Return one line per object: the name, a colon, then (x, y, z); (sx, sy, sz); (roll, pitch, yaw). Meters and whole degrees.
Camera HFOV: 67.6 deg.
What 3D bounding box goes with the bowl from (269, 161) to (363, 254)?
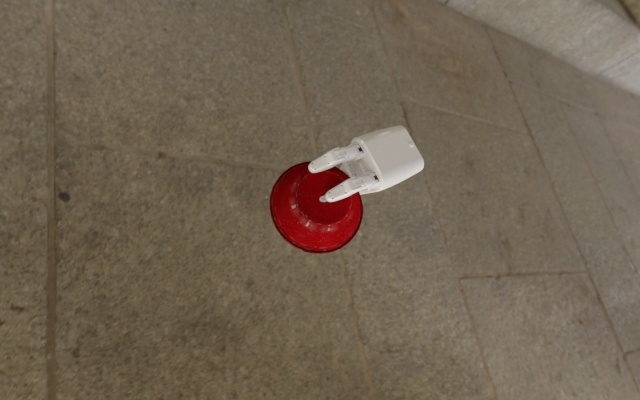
bowl: (-0.001, 0.003, 0.776); (0.162, 0.162, 0.055); (0, -16, -14)
